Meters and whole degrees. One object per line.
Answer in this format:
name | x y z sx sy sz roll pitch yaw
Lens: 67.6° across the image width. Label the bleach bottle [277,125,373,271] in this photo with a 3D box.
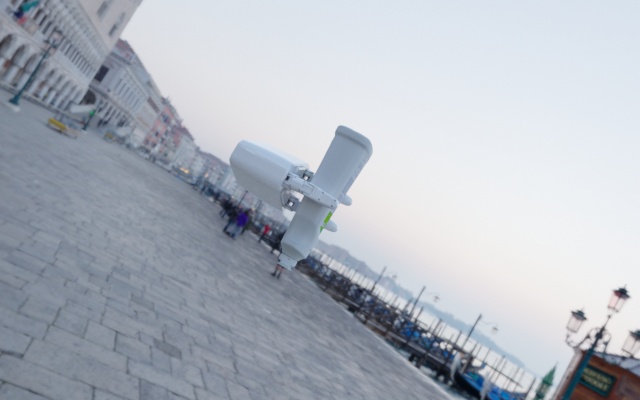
bleach bottle | 0.000 0.003 0.809 0.068 0.251 0.102 29 -5 13
